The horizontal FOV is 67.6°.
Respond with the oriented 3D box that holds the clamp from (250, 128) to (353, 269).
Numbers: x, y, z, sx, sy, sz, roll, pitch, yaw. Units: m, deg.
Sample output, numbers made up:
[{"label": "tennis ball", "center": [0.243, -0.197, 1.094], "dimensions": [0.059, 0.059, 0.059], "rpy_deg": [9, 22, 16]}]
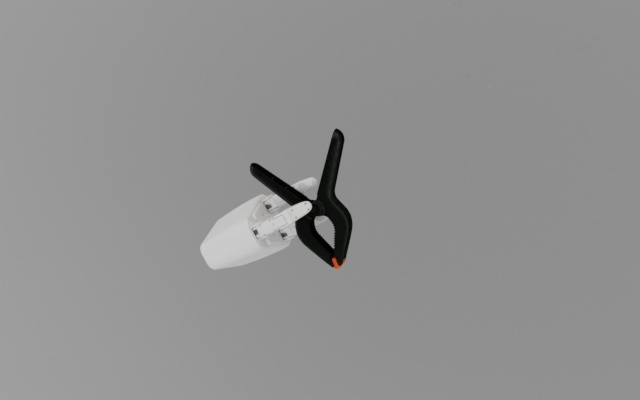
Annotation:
[{"label": "clamp", "center": [0.000, 0.003, 0.738], "dimensions": [0.164, 0.210, 0.036], "rpy_deg": [-27, 3, 24]}]
